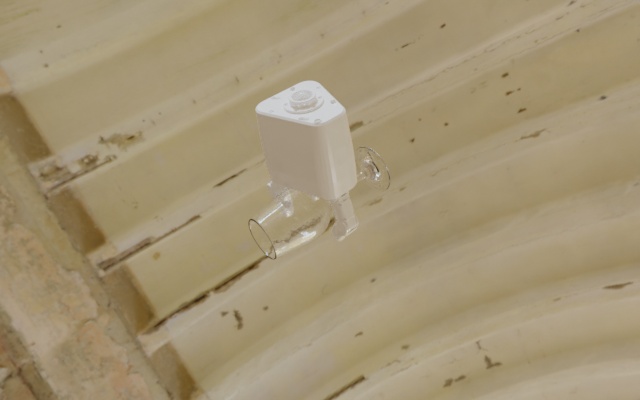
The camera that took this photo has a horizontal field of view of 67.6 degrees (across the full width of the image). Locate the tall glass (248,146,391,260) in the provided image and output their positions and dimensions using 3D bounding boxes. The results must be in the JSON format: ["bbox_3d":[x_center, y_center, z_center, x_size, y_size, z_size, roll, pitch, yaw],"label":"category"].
[{"bbox_3d":[0.001,0.002,0.660,0.201,0.079,0.079,-33,15,-24],"label":"tall glass"}]
